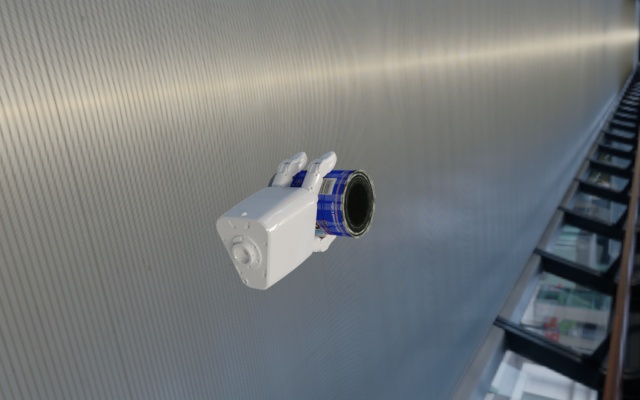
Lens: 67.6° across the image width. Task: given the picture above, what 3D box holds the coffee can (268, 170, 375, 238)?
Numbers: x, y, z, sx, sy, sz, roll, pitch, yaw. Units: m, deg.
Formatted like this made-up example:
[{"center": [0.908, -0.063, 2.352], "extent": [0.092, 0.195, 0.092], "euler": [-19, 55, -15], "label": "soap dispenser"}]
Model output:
[{"center": [0.000, 0.002, 0.744], "extent": [0.140, 0.103, 0.103], "euler": [3, 1, 33], "label": "coffee can"}]
